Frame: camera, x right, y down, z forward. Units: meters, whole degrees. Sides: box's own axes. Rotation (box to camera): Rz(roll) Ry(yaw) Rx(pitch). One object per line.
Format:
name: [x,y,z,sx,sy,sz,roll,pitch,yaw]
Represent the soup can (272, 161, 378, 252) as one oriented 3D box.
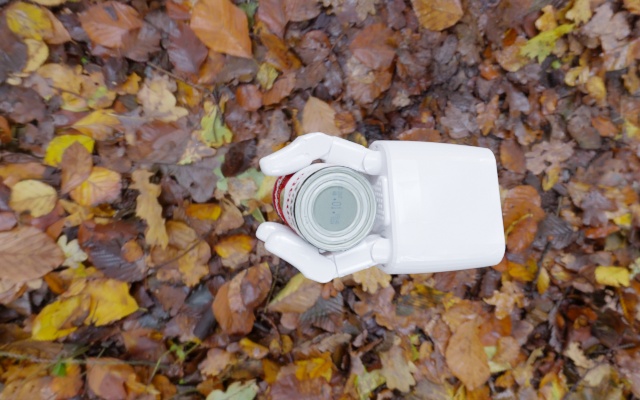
soup can: [0.000,0.001,0.405,0.068,0.068,0.102,0,7,-15]
